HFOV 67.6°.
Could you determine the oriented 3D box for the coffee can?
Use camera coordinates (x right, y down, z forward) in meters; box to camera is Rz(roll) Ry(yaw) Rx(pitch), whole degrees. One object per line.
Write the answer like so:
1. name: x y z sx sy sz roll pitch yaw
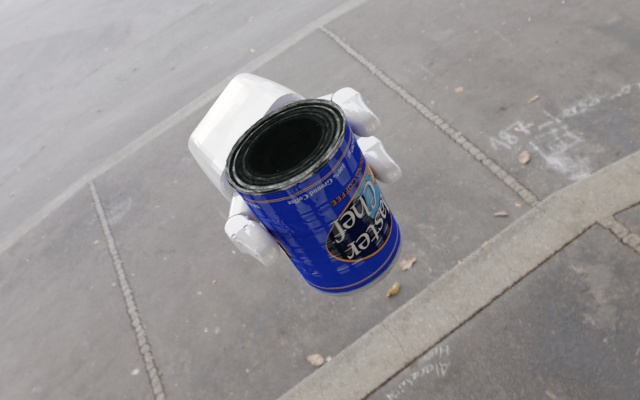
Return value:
1. coffee can: 0.000 0.002 0.404 0.103 0.102 0.140 0 -41 32
